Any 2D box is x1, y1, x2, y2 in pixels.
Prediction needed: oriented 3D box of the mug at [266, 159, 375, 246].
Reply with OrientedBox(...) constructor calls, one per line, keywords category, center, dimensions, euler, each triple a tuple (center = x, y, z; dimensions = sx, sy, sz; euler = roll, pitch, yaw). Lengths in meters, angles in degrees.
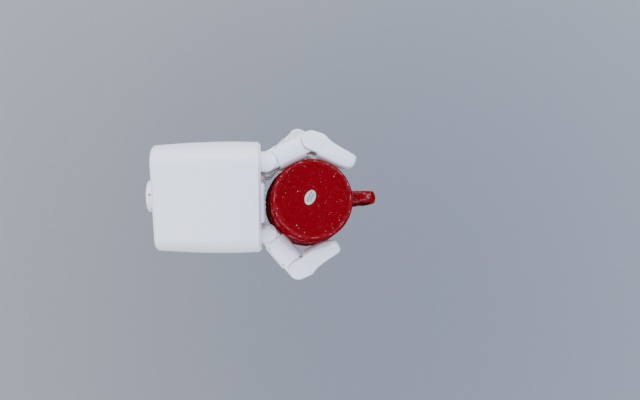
OrientedBox(category="mug", center=(0.002, 0.002, 0.502), dimensions=(0.117, 0.093, 0.081), euler=(-2, -4, -6))
